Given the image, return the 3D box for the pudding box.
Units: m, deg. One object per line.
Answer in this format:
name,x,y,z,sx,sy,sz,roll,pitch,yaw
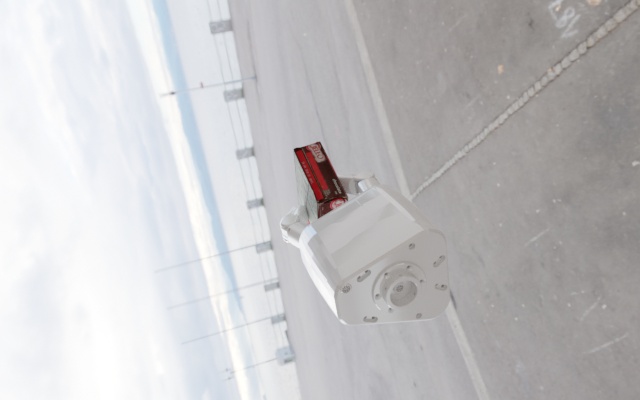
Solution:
pudding box,0.000,0.002,0.562,0.039,0.090,0.114,-14,-38,-12
